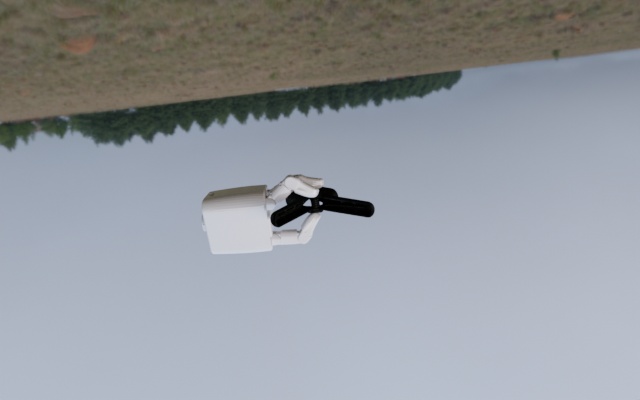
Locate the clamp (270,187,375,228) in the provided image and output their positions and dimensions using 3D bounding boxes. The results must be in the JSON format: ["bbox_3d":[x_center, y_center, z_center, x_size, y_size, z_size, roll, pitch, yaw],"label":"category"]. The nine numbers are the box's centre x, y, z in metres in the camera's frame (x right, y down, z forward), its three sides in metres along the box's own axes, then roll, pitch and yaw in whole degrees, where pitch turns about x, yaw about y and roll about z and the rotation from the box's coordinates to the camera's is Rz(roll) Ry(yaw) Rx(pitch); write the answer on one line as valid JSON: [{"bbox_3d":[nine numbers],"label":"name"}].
[{"bbox_3d":[0.000,0.003,0.827,0.164,0.036,0.210,-3,13,-2],"label":"clamp"}]
